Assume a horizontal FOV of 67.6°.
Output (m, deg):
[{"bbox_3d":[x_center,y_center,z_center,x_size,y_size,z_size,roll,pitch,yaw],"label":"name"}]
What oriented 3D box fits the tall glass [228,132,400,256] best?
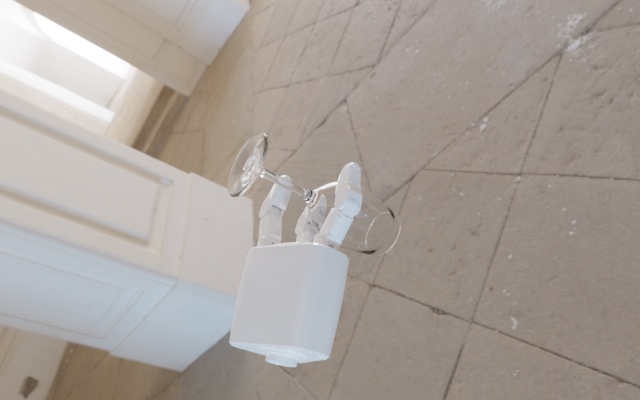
[{"bbox_3d":[0.000,0.001,0.545,0.201,0.079,0.079,27,-14,-30],"label":"tall glass"}]
